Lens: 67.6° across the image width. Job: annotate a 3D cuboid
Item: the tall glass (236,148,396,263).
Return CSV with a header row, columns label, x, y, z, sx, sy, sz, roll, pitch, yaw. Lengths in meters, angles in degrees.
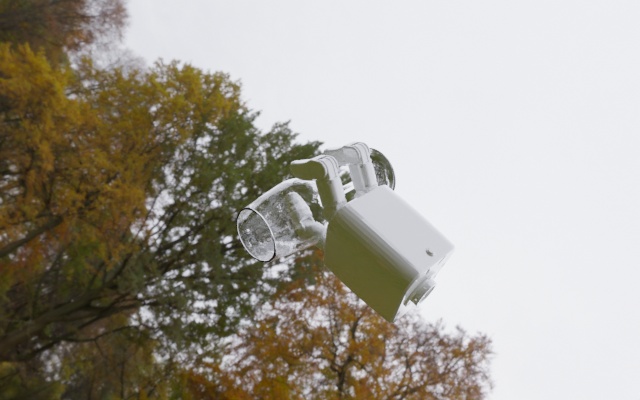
label,x,y,z,sx,sy,sz,roll,pitch,yaw
tall glass,0.000,0.002,0.555,0.079,0.079,0.201,0,20,47
